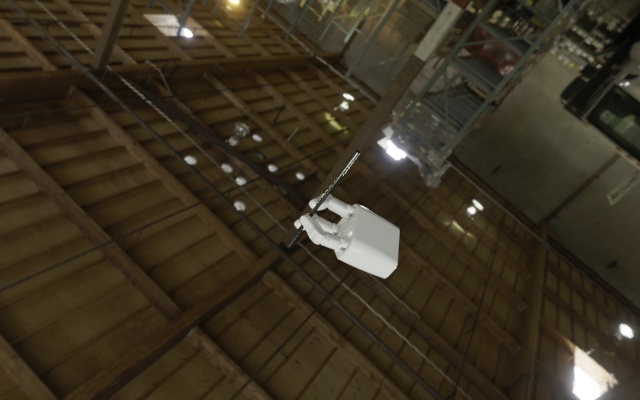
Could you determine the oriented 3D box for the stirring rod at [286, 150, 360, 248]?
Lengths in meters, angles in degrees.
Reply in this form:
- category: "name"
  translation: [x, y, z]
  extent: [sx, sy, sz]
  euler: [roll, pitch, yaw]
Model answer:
- category: "stirring rod"
  translation: [0.000, 0.003, 0.856]
  extent: [0.011, 0.011, 0.240]
  euler: [0, -44, -47]
